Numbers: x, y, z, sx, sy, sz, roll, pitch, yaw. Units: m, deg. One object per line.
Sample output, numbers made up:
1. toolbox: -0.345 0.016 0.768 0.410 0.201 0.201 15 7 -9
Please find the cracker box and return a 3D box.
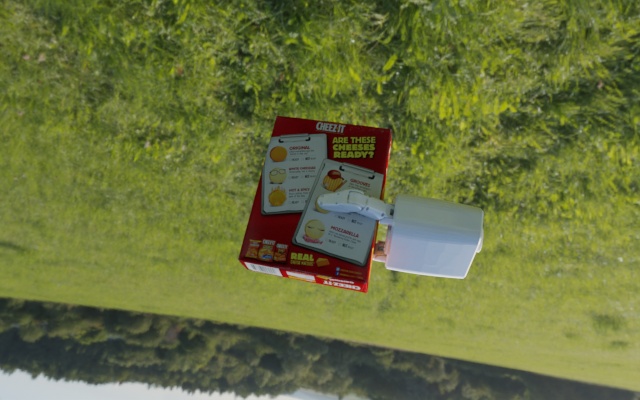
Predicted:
1. cracker box: 0.000 0.002 0.641 0.164 0.213 0.072 9 -22 9
